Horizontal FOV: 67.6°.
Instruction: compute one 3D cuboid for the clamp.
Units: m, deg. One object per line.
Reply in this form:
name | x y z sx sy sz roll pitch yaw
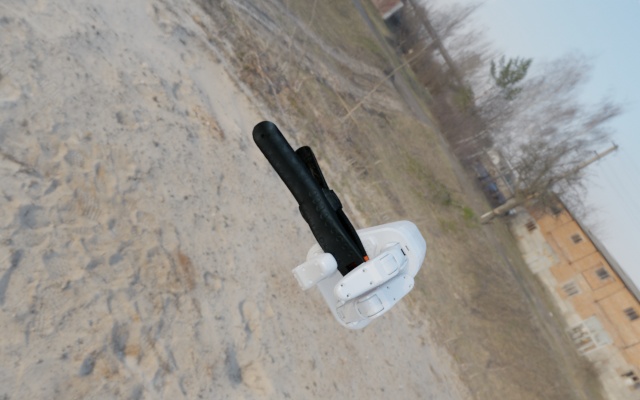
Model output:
clamp | 0.001 0.001 0.471 0.039 0.171 0.120 -31 -6 18
